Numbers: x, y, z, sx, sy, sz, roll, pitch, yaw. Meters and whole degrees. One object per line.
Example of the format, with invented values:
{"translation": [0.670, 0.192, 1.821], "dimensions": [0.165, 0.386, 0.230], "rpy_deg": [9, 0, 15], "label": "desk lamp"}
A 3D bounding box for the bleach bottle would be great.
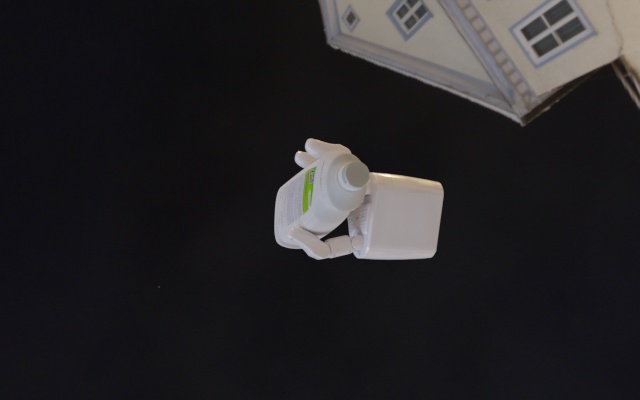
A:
{"translation": [0.000, 0.002, 0.618], "dimensions": [0.068, 0.102, 0.251], "rpy_deg": [3, -11, -18], "label": "bleach bottle"}
